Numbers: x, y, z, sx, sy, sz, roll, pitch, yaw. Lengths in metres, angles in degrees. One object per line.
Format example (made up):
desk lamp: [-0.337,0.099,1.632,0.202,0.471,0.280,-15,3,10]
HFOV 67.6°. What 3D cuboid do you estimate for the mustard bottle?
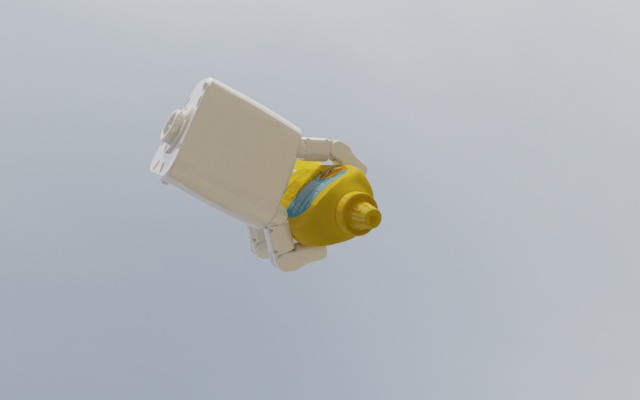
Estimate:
mustard bottle: [0.000,0.002,0.500,0.096,0.058,0.191,-42,25,-17]
